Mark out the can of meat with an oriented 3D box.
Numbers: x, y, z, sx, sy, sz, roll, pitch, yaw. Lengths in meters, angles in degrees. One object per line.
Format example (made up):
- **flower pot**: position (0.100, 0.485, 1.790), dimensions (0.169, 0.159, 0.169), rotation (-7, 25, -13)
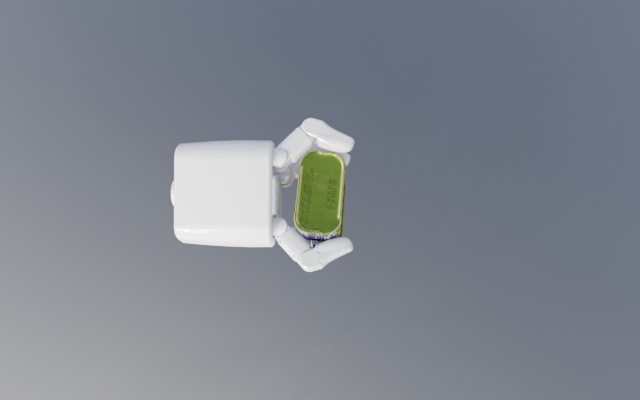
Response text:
- **can of meat**: position (0.000, 0.002, 0.554), dimensions (0.057, 0.102, 0.084), rotation (4, -16, 2)
